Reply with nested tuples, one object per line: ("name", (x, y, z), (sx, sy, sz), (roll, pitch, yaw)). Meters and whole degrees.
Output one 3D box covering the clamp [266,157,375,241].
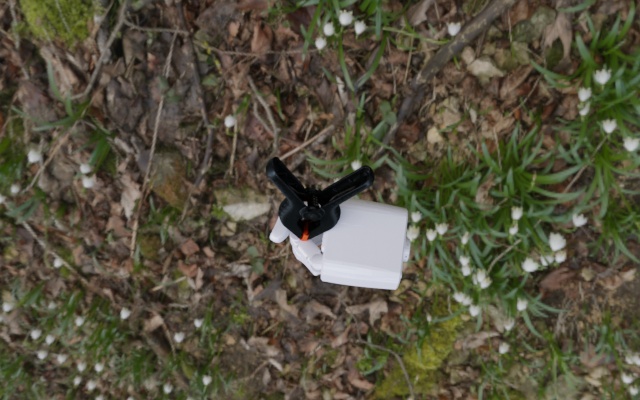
("clamp", (0.000, 0.003, 0.585), (0.120, 0.039, 0.172), (6, -27, 3))
